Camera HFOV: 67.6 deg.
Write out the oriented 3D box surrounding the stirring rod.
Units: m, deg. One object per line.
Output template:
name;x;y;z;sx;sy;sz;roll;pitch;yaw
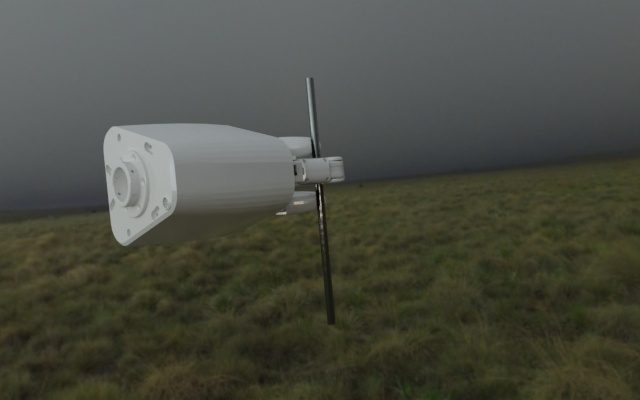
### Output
stirring rod;0.000;0.002;0.466;0.011;0.239;0.011;-5;2;0
